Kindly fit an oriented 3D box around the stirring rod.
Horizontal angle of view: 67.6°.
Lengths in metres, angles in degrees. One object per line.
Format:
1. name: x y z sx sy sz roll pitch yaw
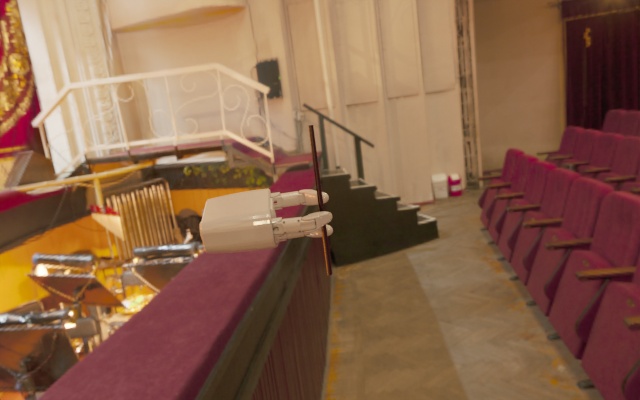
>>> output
1. stirring rod: 0.000 0.003 0.750 0.011 0.239 0.011 -7 11 1
